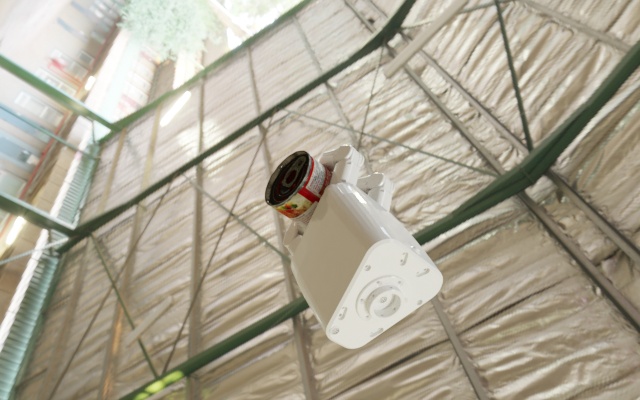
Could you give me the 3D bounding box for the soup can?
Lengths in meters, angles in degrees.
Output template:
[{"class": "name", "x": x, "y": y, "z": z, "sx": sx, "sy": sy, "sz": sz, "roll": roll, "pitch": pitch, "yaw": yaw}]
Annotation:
[{"class": "soup can", "x": 0.000, "y": 0.002, "z": 0.517, "sx": 0.102, "sy": 0.068, "sz": 0.068, "roll": 36, "pitch": -20, "yaw": -31}]
